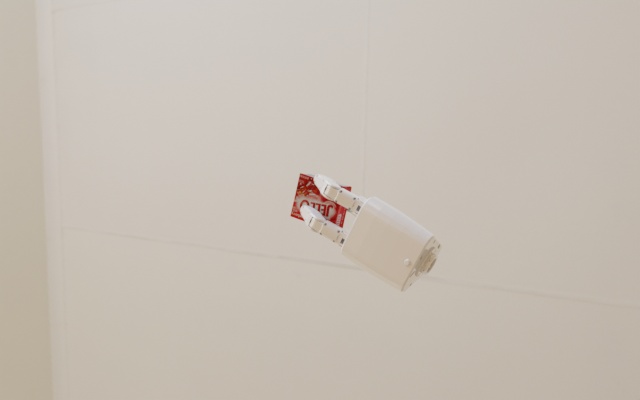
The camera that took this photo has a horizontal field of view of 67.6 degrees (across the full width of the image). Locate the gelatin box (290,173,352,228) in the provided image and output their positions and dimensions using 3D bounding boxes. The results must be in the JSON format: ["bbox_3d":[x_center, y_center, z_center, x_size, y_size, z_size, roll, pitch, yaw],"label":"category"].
[{"bbox_3d":[0.000,0.002,0.753,0.089,0.073,0.030,19,11,33],"label":"gelatin box"}]
